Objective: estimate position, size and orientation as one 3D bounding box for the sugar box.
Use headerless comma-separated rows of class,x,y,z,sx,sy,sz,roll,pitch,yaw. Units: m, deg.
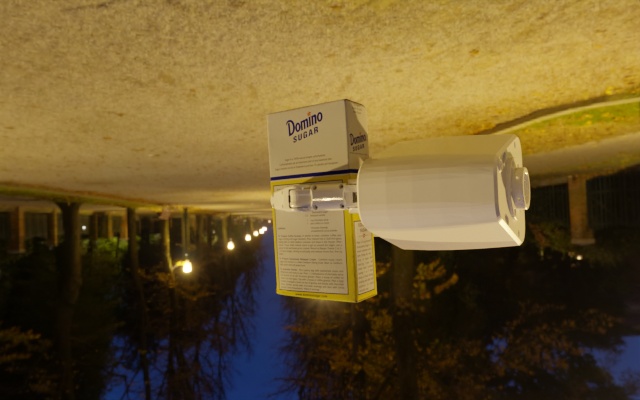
sugar box,0.001,0.002,0.448,0.093,0.176,0.048,-2,-2,34
